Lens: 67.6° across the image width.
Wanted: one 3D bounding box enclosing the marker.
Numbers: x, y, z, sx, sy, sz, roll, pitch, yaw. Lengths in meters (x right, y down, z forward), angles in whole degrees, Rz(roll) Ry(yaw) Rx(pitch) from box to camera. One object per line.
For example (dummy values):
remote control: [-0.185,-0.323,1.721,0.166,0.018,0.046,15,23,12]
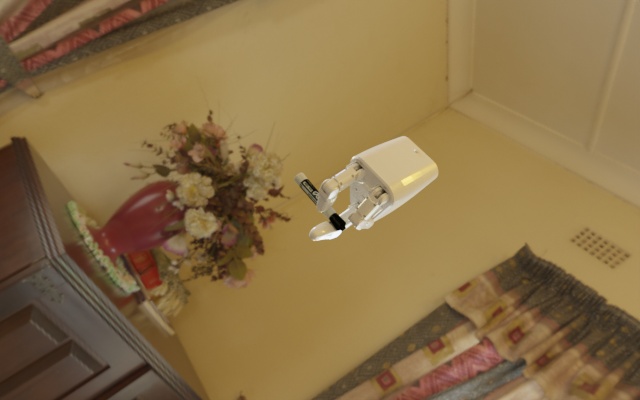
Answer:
marker: [0.000,0.003,0.758,0.121,0.020,0.020,49,25,24]
